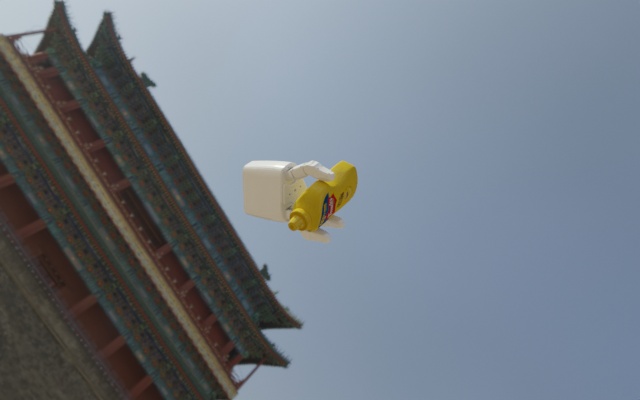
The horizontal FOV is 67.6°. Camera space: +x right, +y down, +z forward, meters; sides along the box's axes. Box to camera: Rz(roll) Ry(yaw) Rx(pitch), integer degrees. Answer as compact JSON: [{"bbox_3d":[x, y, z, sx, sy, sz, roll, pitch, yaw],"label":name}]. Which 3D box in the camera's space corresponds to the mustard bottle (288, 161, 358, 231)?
[{"bbox_3d":[0.001,0.003,0.900,0.058,0.096,0.191,29,40,19],"label":"mustard bottle"}]
